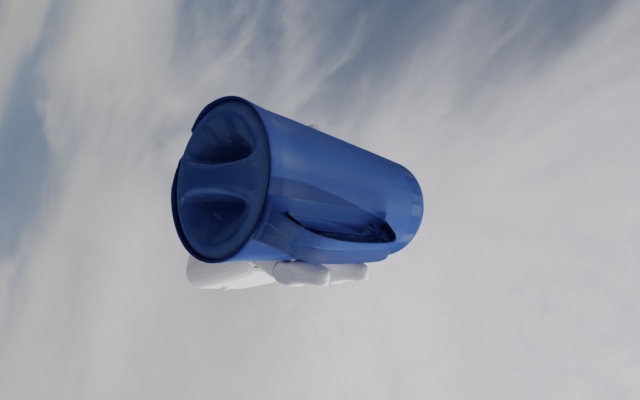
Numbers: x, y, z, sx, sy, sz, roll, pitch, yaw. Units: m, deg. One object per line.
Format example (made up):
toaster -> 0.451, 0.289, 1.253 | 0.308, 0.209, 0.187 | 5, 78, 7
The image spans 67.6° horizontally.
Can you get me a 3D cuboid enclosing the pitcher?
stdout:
pitcher -> 0.000, 0.001, 0.453 | 0.145, 0.149, 0.243 | -23, -22, 39
